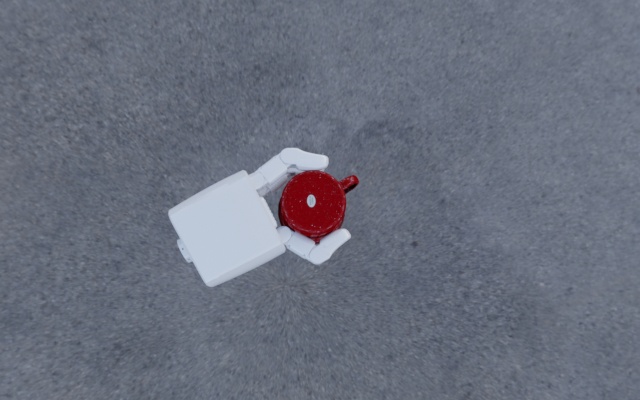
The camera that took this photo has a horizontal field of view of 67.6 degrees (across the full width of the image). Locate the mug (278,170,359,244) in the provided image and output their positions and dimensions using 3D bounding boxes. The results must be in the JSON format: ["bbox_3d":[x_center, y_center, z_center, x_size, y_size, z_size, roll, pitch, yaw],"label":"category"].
[{"bbox_3d":[0.001,0.001,0.623,0.117,0.093,0.081,-29,-7,-7],"label":"mug"}]
